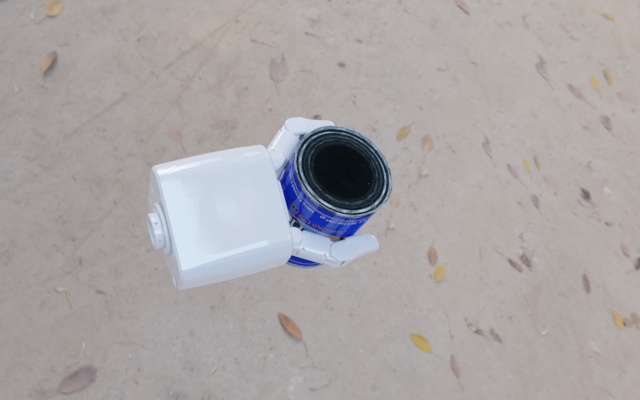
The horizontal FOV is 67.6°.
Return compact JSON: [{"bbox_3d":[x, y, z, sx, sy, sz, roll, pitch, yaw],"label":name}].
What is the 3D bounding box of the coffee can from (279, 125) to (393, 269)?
[{"bbox_3d":[0.000,0.002,0.515,0.103,0.102,0.140,0,-27,-22],"label":"coffee can"}]
